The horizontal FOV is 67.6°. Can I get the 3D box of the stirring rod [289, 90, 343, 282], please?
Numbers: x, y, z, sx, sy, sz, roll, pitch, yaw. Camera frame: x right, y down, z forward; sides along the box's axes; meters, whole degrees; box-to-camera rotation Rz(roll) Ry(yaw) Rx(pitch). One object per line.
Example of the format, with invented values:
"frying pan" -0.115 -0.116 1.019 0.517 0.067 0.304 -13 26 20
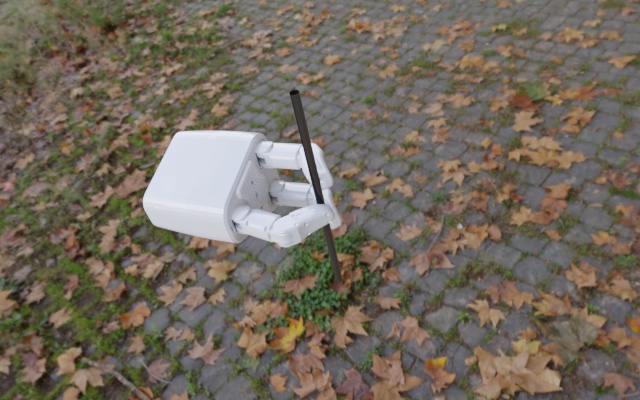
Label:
"stirring rod" 0.000 0.002 0.460 0.011 0.240 0.011 -7 42 7
